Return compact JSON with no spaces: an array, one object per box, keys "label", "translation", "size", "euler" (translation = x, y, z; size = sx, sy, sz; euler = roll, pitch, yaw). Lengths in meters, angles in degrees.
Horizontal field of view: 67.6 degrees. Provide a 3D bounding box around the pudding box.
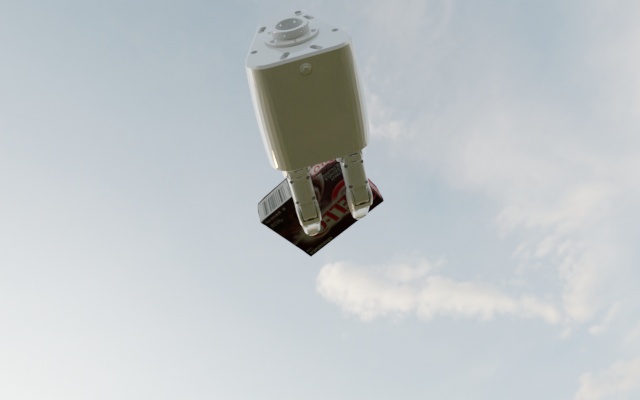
[{"label":"pudding box","translation":[0.000,0.002,0.531],"size":[0.113,0.039,0.090],"euler":[-37,-49,16]}]
